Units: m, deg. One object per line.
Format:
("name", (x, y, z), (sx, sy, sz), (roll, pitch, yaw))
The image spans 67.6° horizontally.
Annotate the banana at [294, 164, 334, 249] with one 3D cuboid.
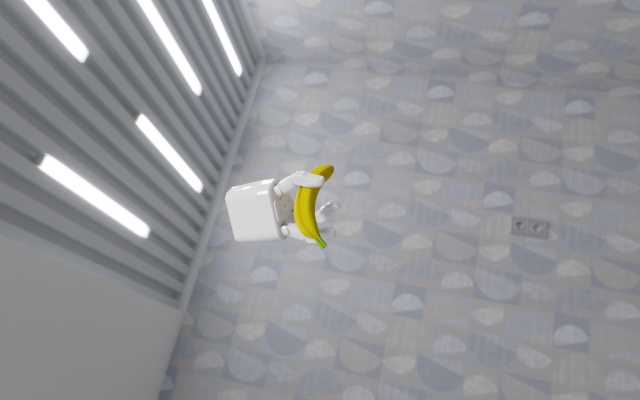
("banana", (-0.014, -0.004, 0.883), (0.070, 0.197, 0.037), (34, -45, -29))
